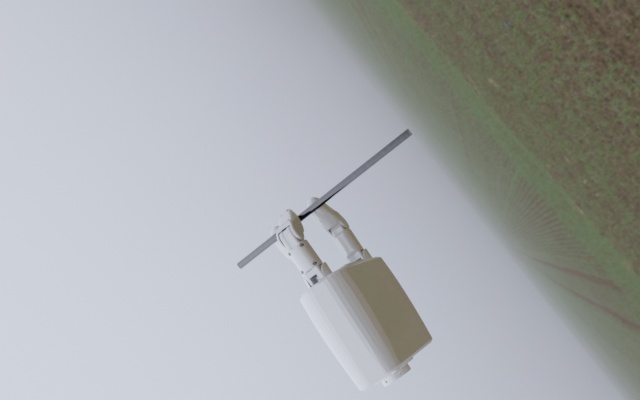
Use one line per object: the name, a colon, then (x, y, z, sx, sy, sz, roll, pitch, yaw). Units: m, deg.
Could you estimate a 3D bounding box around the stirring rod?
stirring rod: (0.000, 0.002, 0.516, 0.239, 0.011, 0.011, -38, -10, 13)
